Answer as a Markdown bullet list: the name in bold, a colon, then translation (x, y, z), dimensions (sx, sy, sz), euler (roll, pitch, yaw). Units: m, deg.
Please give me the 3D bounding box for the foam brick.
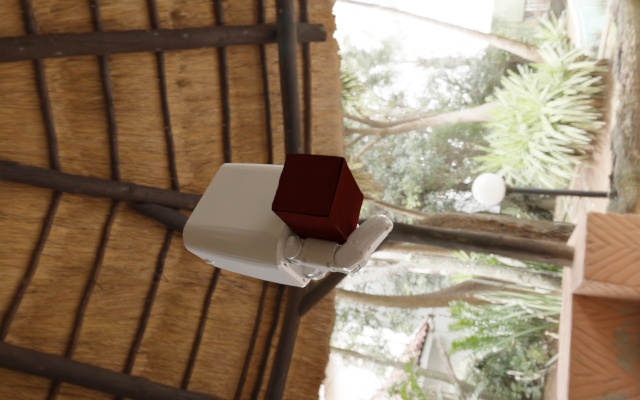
- **foam brick**: translation (0.000, 0.001, 0.405), dimensions (0.051, 0.053, 0.078), euler (8, -21, 20)
